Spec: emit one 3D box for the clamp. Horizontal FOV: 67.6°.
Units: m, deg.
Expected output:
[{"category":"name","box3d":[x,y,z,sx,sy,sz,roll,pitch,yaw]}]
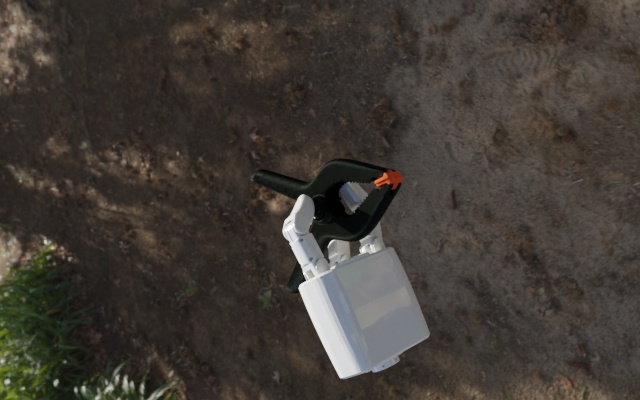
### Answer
[{"category":"clamp","box3d":[0.000,0.002,0.558,0.210,0.164,0.036,-34,-14,38]}]
